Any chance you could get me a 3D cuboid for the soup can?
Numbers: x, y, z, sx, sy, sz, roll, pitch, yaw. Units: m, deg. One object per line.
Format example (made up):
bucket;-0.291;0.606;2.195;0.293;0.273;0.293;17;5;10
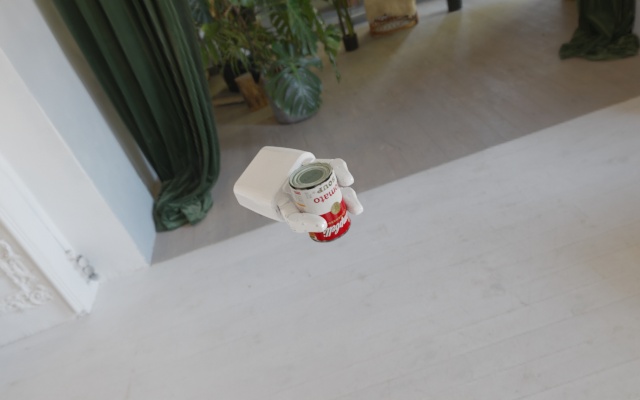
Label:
soup can;0.000;0.002;0.703;0.068;0.102;0.068;-14;34;9
